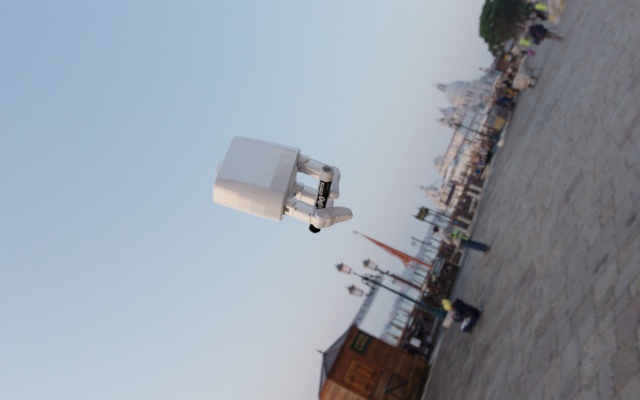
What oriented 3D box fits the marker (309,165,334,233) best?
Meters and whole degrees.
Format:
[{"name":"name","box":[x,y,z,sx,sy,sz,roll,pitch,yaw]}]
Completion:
[{"name":"marker","box":[0.000,0.002,0.690,0.020,0.121,0.020,7,41,-6]}]
